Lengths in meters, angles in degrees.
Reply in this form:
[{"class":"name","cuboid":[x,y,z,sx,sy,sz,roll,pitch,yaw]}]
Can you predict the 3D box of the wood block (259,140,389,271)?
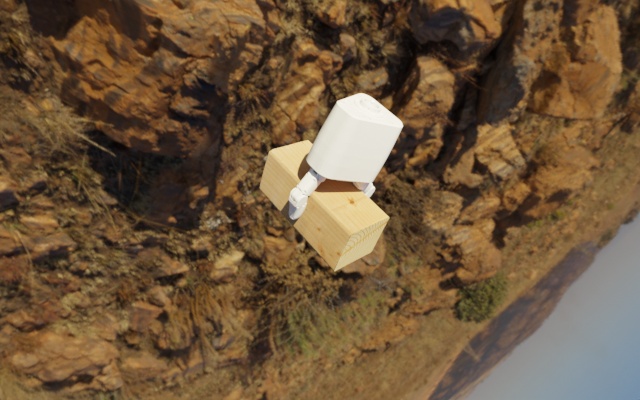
[{"class":"wood block","cuboid":[0.000,0.002,0.791,0.091,0.090,0.206,-21,55,-39]}]
